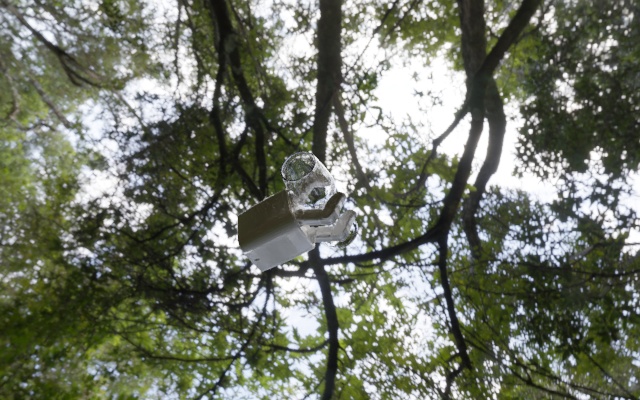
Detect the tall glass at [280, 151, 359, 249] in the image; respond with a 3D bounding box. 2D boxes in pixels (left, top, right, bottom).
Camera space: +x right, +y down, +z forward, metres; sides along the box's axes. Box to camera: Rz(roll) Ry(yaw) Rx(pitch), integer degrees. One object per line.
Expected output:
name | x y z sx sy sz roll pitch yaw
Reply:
tall glass | 0.000 0.003 0.830 0.079 0.079 0.201 0 -36 26
